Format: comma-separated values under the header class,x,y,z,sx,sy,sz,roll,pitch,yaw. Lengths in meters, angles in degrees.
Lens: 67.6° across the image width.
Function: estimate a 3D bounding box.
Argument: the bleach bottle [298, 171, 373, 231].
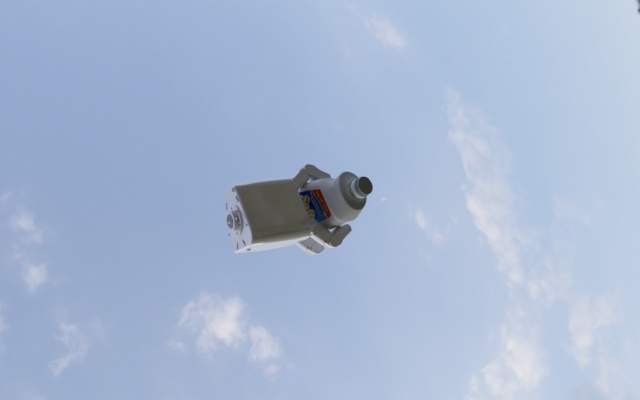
class,x,y,z,sx,sy,sz,roll,pitch,yaw
bleach bottle,0.000,0.003,0.817,0.068,0.102,0.251,-6,-12,-34
